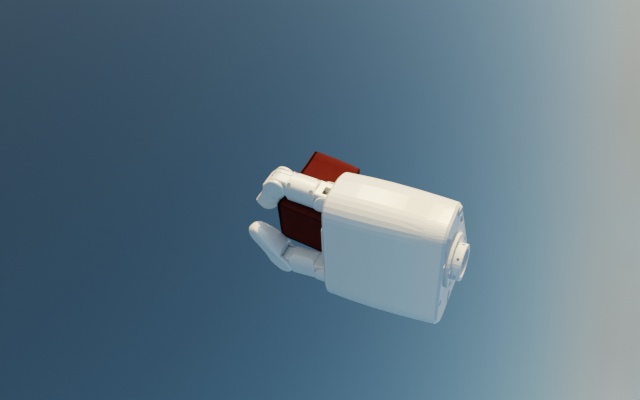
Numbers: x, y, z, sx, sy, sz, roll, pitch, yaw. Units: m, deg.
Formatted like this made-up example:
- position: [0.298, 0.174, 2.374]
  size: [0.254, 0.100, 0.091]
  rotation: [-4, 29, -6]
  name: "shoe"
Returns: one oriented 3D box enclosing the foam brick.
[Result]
- position: [0.000, 0.001, 0.470]
  size: [0.051, 0.078, 0.053]
  rotation: [21, -35, 18]
  name: "foam brick"
